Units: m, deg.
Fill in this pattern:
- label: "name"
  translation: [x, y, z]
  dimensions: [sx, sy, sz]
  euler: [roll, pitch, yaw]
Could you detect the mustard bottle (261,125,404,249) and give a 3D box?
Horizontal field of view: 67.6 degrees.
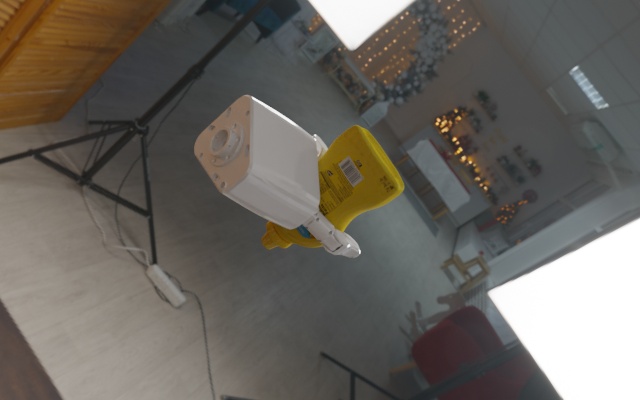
- label: "mustard bottle"
  translation: [0.000, 0.002, 0.584]
  dimensions: [0.192, 0.096, 0.058]
  euler: [-37, -15, 20]
